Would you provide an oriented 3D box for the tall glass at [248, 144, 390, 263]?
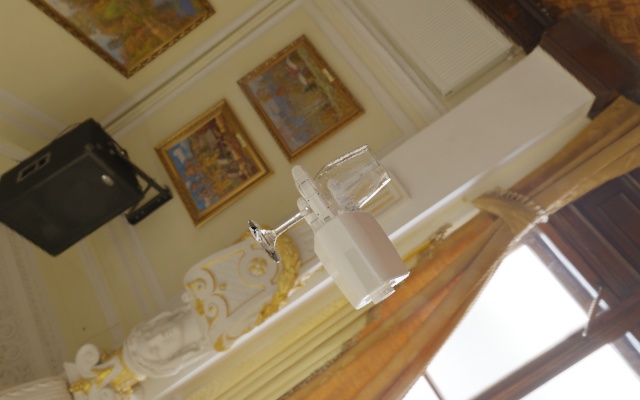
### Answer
[{"bbox_3d":[-0.001,0.002,0.679,0.201,0.079,0.079,-35,-3,4],"label":"tall glass"}]
